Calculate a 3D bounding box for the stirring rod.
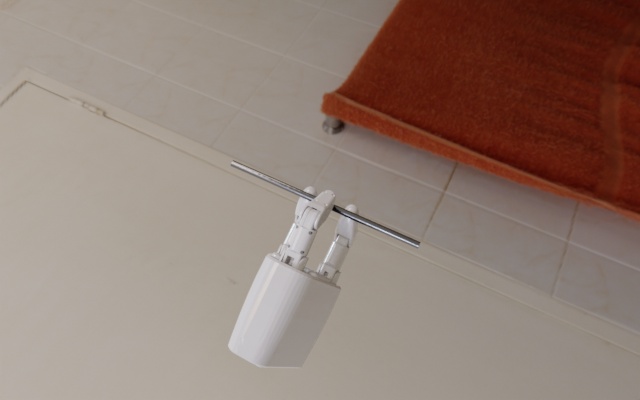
[{"bbox_3d":[0.000,0.002,0.546,0.239,0.011,0.011,24,6,15],"label":"stirring rod"}]
